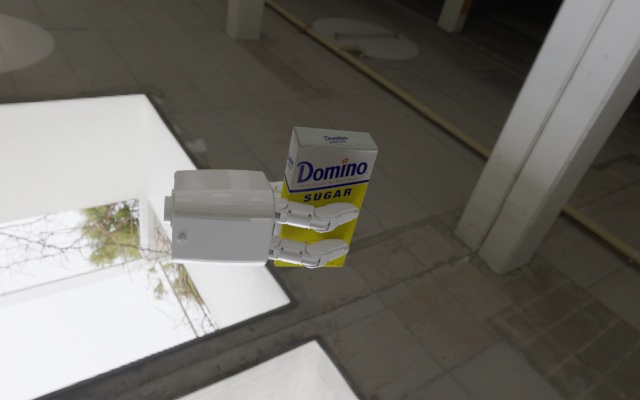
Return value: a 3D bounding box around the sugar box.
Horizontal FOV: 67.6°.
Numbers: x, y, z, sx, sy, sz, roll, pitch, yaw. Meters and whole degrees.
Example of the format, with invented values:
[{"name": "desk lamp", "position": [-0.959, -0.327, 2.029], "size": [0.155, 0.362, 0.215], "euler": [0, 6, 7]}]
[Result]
[{"name": "sugar box", "position": [0.000, 0.002, 0.570], "size": [0.093, 0.176, 0.048], "euler": [2, 38, -16]}]
